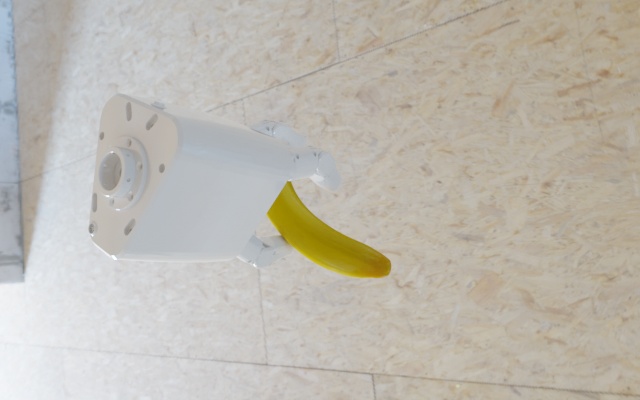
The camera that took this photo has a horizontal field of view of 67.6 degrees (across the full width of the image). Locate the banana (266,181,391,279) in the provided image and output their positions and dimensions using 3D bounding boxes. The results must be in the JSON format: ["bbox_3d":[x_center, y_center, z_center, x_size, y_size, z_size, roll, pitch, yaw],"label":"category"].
[{"bbox_3d":[-0.014,0.012,0.462,0.070,0.197,0.037,-46,-28,17],"label":"banana"}]
